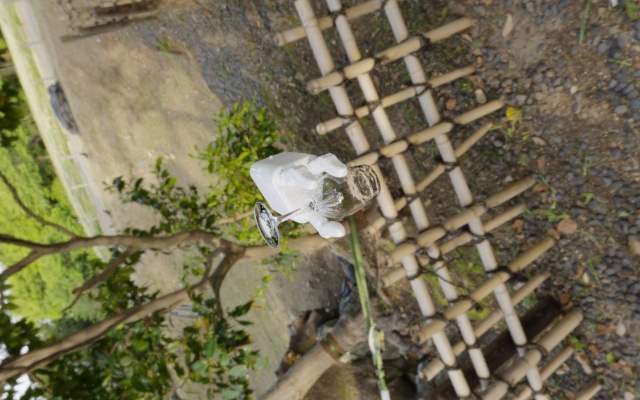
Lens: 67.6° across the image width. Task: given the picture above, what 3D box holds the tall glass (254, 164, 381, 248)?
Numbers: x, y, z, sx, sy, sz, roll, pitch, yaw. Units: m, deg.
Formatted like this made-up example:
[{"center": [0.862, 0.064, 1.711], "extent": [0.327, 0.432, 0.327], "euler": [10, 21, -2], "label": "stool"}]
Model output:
[{"center": [0.000, 0.003, 0.758], "extent": [0.201, 0.079, 0.079], "euler": [-23, 11, -26], "label": "tall glass"}]
